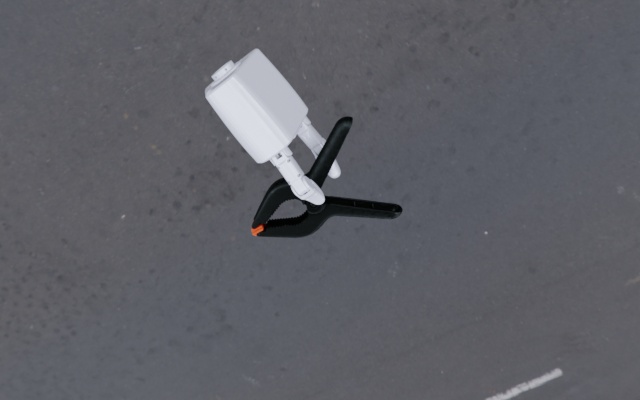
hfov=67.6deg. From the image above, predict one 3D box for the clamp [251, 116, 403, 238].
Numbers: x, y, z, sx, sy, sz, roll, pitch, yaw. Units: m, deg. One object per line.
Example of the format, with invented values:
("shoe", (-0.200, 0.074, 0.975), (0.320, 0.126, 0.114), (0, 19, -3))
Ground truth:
("clamp", (0.000, 0.003, 0.668), (0.210, 0.165, 0.036), (-33, 22, 16))
